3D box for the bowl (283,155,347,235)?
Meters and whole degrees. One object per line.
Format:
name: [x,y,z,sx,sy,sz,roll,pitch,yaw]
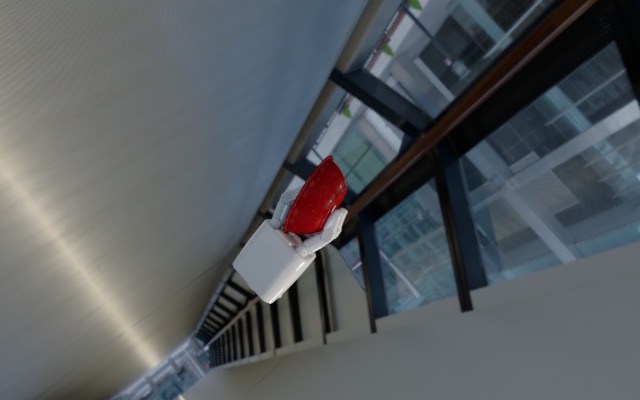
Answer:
bowl: [0.001,0.002,0.839,0.055,0.162,0.162,31,5,9]
